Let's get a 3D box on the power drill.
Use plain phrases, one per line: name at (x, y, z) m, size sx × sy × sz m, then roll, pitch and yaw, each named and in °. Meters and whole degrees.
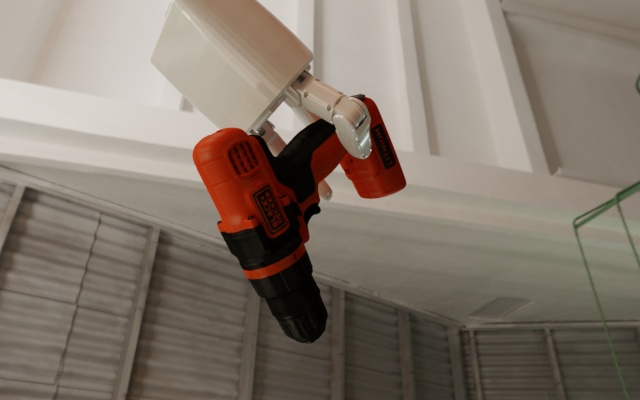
power drill at (0.000, 0.001, 0.415) m, size 0.057 × 0.184 × 0.187 m, roll -7°, pitch 22°, yaw 45°
